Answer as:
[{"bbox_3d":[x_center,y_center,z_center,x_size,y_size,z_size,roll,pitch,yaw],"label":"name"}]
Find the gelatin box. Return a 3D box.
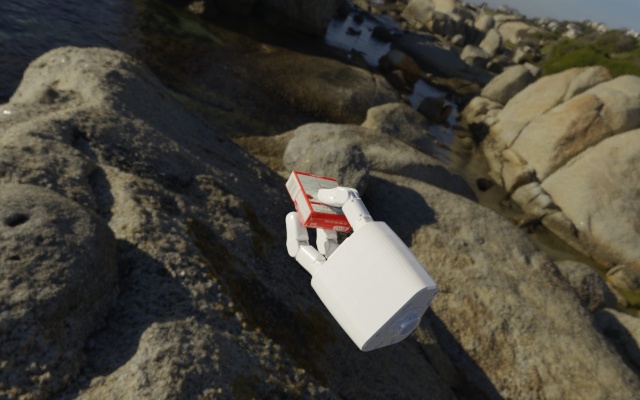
[{"bbox_3d":[0.000,0.002,0.656,0.073,0.030,0.089,9,37,-32],"label":"gelatin box"}]
